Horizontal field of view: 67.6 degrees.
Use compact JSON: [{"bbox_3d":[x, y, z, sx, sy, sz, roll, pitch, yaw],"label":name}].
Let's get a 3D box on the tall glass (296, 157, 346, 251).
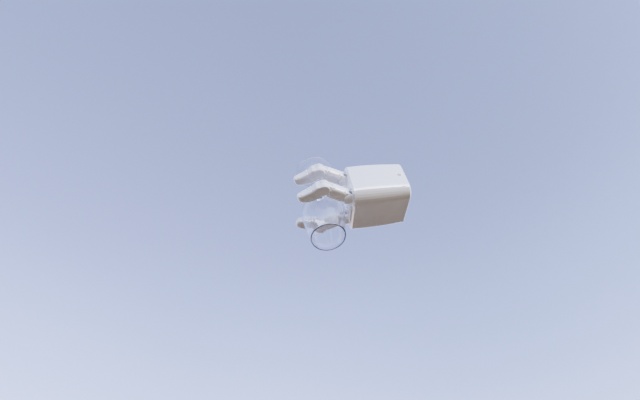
[{"bbox_3d":[0.000,0.003,0.890,0.079,0.079,0.201,0,37,-9],"label":"tall glass"}]
